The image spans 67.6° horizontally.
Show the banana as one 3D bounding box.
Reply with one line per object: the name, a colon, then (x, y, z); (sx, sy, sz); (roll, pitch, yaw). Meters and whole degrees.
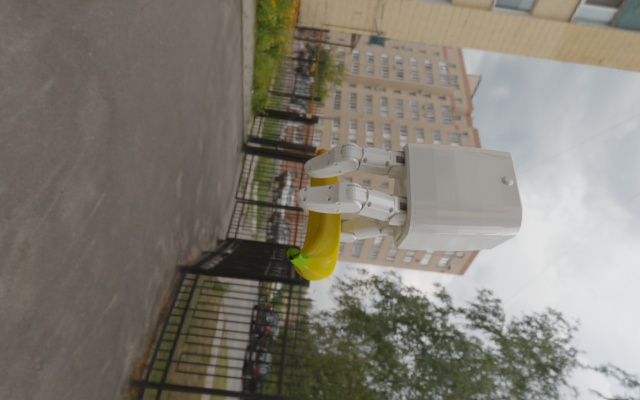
banana: (0.001, 0.019, 0.488); (0.037, 0.070, 0.197); (-1, 32, 7)
